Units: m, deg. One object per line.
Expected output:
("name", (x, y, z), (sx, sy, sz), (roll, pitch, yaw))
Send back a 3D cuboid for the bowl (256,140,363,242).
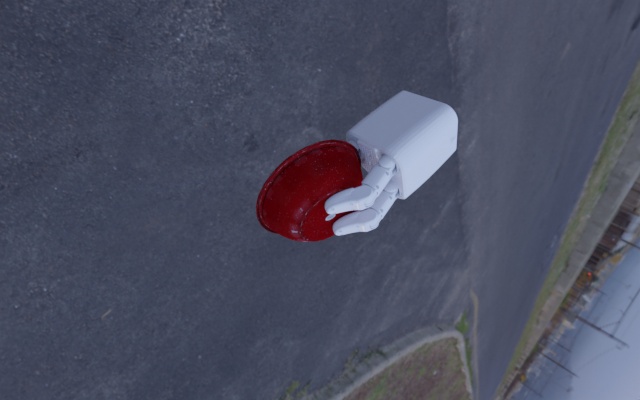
("bowl", (-0.001, 0.003, 0.619), (0.162, 0.162, 0.055), (0, 41, -43))
